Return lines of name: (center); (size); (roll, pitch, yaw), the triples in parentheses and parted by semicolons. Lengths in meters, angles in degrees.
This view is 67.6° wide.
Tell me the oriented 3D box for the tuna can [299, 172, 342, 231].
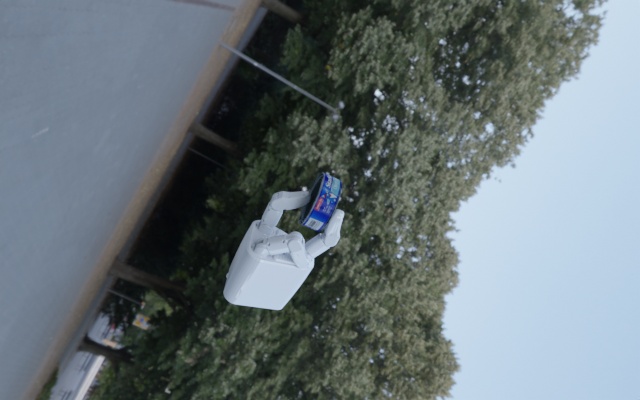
tuna can: (0.001, 0.003, 0.719); (0.034, 0.086, 0.086); (24, -5, -10)
